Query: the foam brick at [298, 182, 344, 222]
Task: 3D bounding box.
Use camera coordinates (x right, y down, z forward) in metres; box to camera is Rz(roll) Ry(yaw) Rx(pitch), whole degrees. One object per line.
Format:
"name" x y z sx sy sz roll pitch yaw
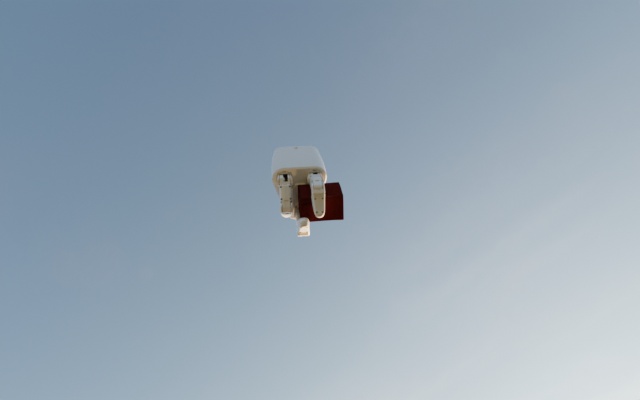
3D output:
"foam brick" 0.000 0.003 0.855 0.078 0.053 0.051 -3 30 -5
